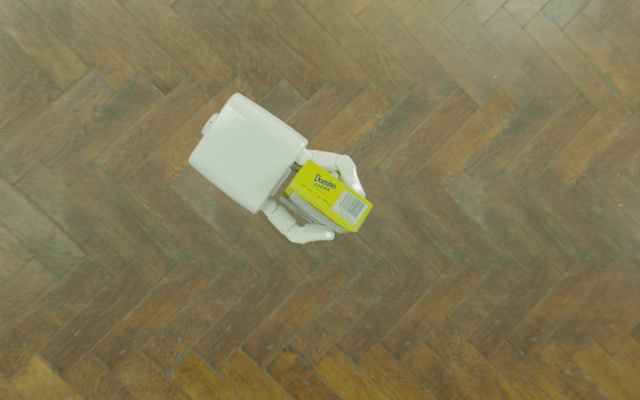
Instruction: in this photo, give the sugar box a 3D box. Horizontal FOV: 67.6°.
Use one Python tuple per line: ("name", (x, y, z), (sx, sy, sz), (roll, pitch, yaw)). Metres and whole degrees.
("sugar box", (0.000, 0.001, 0.617), (0.093, 0.048, 0.176), (36, -7, -5))
